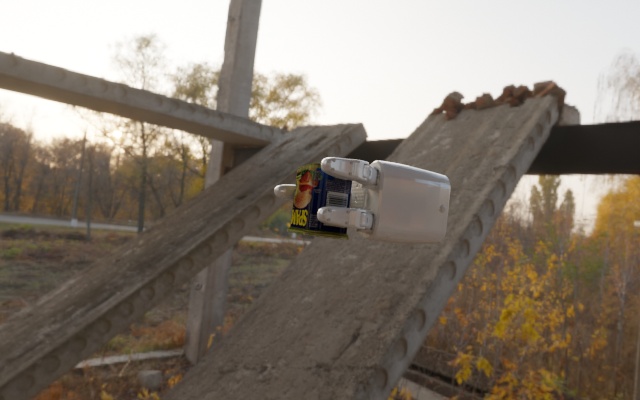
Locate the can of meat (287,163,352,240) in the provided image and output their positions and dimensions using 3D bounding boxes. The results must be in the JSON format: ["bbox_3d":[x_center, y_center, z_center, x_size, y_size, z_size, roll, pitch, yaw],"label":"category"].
[{"bbox_3d":[0.000,0.002,0.585,0.057,0.084,0.102,8,-3,-18],"label":"can of meat"}]
